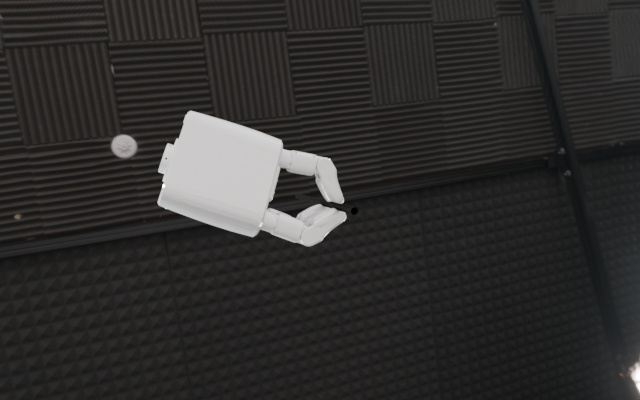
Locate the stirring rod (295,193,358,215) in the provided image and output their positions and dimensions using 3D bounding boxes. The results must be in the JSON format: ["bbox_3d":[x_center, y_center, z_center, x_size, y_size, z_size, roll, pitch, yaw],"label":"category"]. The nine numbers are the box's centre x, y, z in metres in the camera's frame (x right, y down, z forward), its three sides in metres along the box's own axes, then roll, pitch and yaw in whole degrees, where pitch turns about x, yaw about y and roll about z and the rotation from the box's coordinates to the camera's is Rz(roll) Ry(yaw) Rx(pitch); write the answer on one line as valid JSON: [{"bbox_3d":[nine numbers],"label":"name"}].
[{"bbox_3d":[0.000,0.002,0.594,0.011,0.011,0.239,0,4,-17],"label":"stirring rod"}]
